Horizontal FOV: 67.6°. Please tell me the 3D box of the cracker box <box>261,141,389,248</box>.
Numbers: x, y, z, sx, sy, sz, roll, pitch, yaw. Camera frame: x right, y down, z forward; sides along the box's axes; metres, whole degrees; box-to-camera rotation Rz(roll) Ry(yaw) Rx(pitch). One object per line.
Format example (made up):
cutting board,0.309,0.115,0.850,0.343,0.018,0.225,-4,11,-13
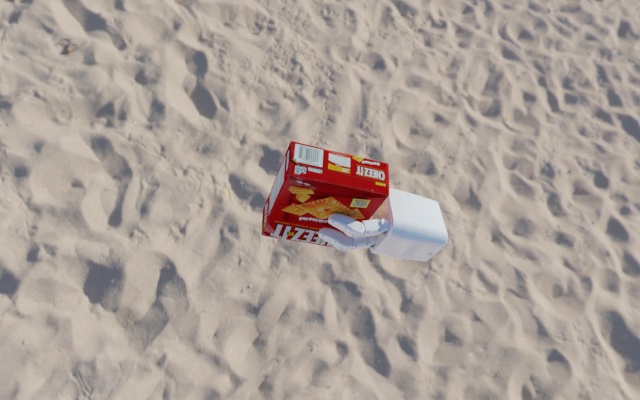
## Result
cracker box,0.000,0.002,0.811,0.164,0.072,0.214,11,-32,-13
